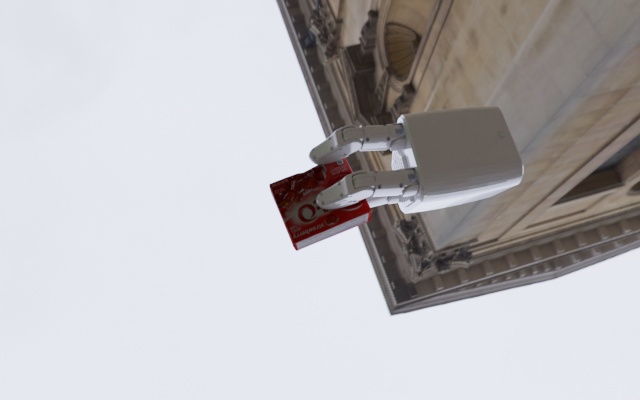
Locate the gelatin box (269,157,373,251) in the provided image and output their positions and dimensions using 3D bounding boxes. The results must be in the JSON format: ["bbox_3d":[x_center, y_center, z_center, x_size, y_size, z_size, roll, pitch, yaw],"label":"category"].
[{"bbox_3d":[0.000,0.002,0.503,0.089,0.073,0.030,-22,-23,-6],"label":"gelatin box"}]
